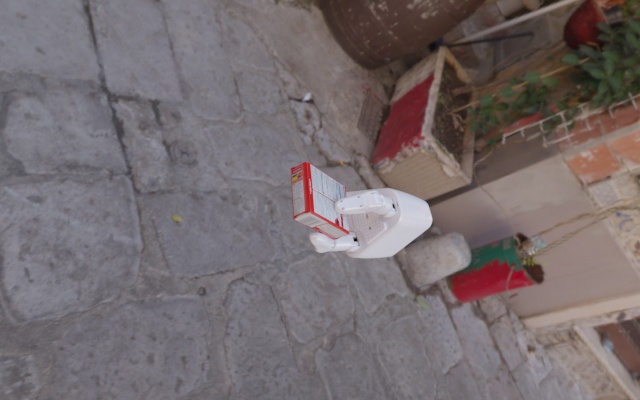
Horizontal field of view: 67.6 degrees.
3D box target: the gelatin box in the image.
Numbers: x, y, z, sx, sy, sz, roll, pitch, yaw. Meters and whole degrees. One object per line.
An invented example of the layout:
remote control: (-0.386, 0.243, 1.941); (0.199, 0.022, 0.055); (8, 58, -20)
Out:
gelatin box: (0.000, 0.002, 0.610); (0.030, 0.073, 0.089); (-23, -33, 29)
